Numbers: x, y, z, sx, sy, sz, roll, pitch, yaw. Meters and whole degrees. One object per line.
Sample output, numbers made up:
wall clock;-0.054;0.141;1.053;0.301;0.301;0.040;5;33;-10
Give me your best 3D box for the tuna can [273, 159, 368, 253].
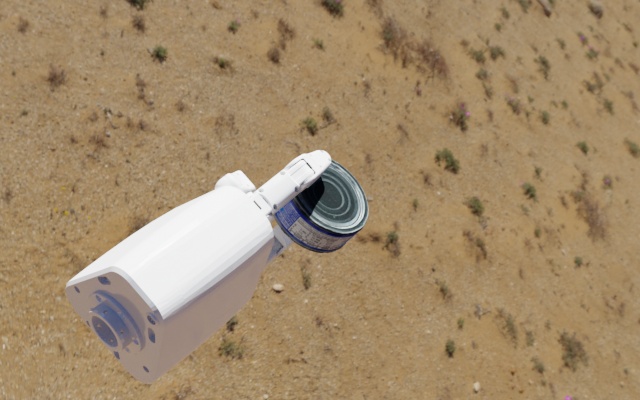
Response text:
tuna can;0.000;0.001;0.425;0.086;0.086;0.034;0;-33;-38
